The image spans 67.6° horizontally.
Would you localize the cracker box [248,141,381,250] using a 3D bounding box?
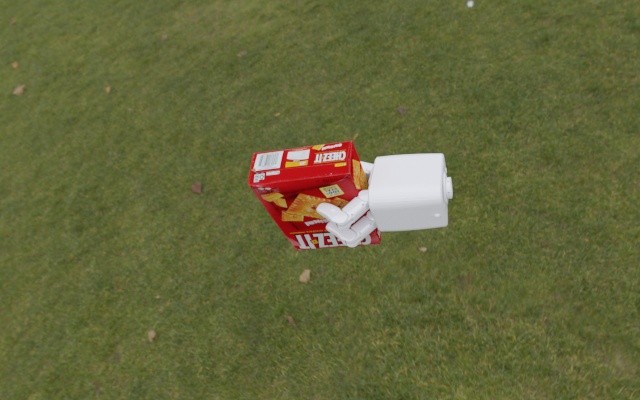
[{"bbox_3d":[0.000,0.002,0.787,0.164,0.072,0.214,-5,-35,18],"label":"cracker box"}]
